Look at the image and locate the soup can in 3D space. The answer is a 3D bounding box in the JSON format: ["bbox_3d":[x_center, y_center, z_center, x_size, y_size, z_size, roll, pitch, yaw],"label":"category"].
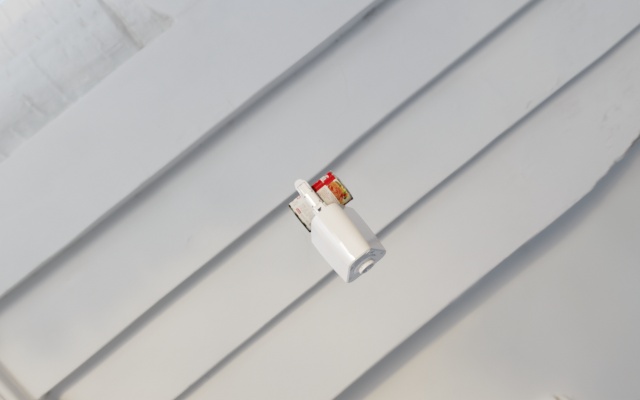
[{"bbox_3d":[0.000,0.003,0.875,0.102,0.068,0.068,-39,1,-2],"label":"soup can"}]
